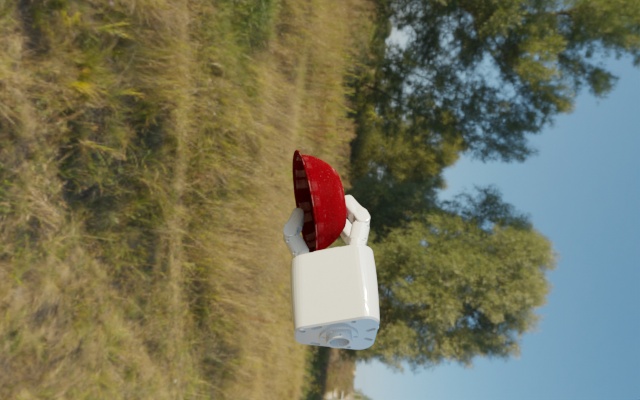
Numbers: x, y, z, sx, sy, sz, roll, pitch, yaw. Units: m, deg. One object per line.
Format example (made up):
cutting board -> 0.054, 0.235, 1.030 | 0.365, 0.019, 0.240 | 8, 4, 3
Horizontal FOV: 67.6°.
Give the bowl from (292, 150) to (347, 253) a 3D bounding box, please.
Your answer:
bowl -> 0.000, 0.001, 0.707 | 0.055, 0.162, 0.162 | -9, 2, -11
